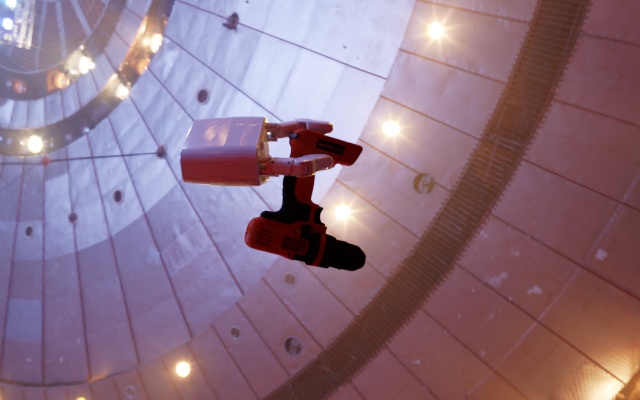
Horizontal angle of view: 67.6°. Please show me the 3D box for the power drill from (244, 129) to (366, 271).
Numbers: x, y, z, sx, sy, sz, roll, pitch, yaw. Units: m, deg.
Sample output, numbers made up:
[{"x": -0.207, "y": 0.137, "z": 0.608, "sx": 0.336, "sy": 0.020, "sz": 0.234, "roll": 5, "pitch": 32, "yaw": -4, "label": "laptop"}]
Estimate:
[{"x": 0.000, "y": 0.002, "z": 0.691, "sx": 0.184, "sy": 0.187, "sz": 0.057, "roll": 16, "pitch": 0, "yaw": -18, "label": "power drill"}]
